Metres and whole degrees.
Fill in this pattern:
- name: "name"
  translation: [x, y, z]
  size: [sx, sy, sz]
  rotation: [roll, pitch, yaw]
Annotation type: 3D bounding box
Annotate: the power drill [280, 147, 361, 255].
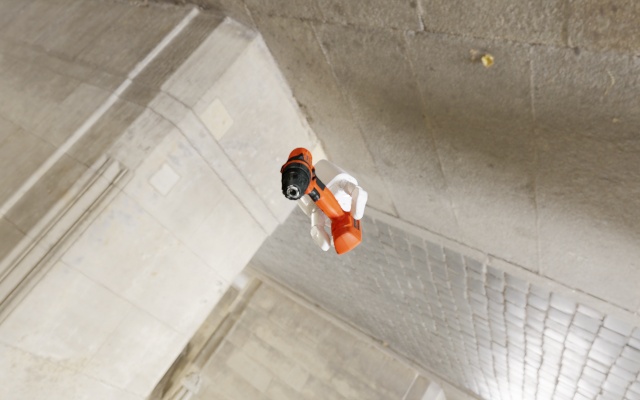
- name: "power drill"
  translation: [0.000, 0.003, 0.841]
  size: [0.057, 0.188, 0.184]
  rotation: [-31, 19, 16]
